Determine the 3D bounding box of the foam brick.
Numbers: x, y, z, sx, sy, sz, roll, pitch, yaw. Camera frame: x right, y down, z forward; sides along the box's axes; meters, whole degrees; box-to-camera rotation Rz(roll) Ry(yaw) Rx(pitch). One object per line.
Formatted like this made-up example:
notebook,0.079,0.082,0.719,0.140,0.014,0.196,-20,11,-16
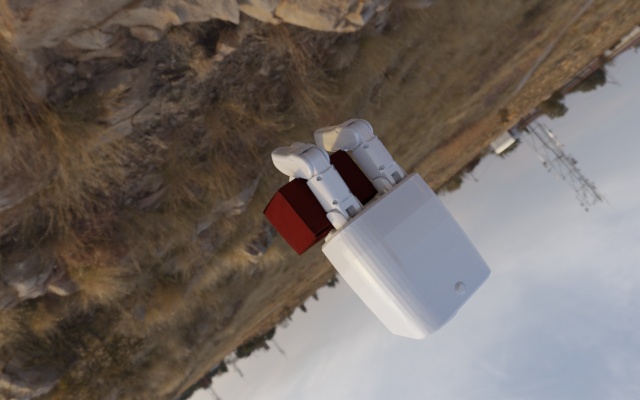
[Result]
foam brick,0.000,0.001,0.415,0.078,0.051,0.053,-35,-7,-29
